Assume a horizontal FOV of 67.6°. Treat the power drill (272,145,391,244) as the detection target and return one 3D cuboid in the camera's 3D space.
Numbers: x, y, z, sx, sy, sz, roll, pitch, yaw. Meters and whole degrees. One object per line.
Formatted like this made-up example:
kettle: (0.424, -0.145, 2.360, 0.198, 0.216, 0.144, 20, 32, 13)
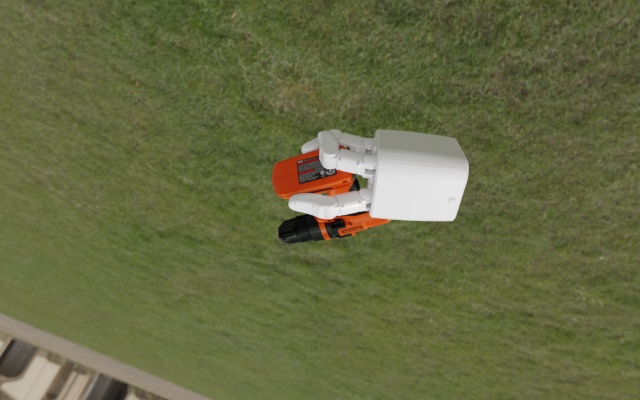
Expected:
power drill: (0.000, 0.002, 0.681, 0.184, 0.057, 0.188, -16, -28, 11)
